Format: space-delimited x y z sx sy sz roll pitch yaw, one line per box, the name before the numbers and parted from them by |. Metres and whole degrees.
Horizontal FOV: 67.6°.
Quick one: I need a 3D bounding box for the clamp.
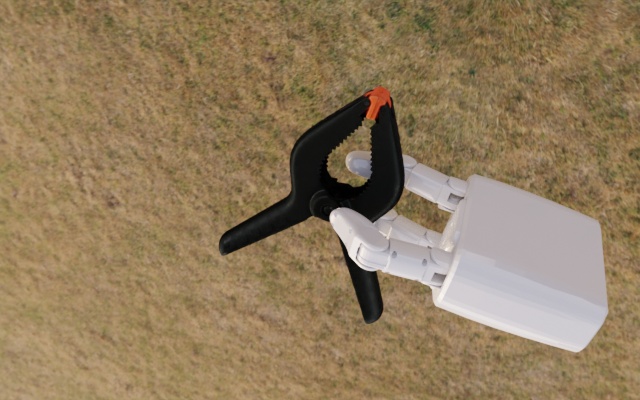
clamp | 0.000 0.001 0.401 0.164 0.210 0.036 18 31 5
